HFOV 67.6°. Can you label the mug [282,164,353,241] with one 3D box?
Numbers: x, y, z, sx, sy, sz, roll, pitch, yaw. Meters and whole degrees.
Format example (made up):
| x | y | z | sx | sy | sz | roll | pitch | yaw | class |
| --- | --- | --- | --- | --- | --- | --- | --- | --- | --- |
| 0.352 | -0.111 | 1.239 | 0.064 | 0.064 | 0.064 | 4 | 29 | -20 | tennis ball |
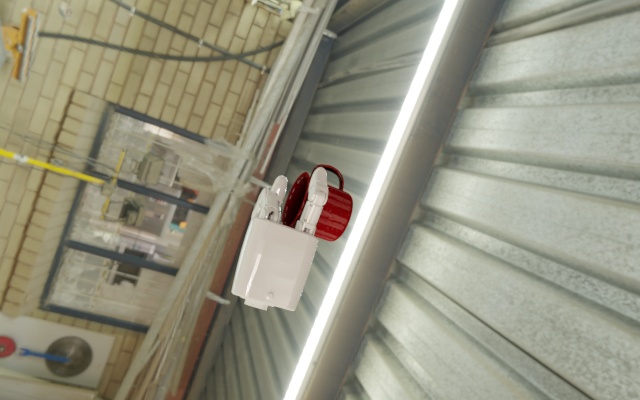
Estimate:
| x | y | z | sx | sy | sz | roll | pitch | yaw | class |
| --- | --- | --- | --- | --- | --- | --- | --- | --- | --- |
| 0.001 | 0.001 | 0.735 | 0.081 | 0.117 | 0.093 | 21 | -11 | -19 | mug |
